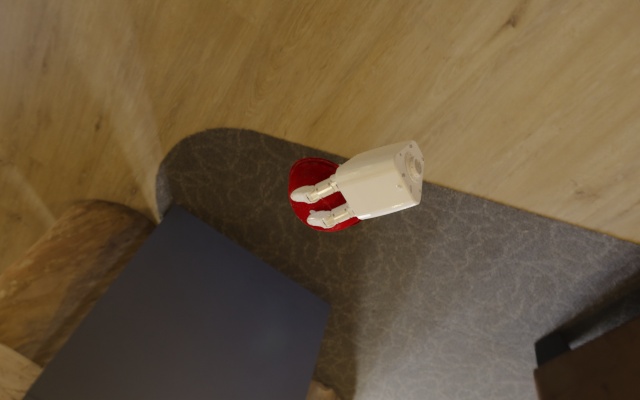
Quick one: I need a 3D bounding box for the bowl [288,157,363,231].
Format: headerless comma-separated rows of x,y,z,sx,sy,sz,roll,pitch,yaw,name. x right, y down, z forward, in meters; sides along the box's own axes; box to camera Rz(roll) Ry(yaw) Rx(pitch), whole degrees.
-0.001,0.003,0.853,0.162,0.162,0.055,0,40,39,bowl
